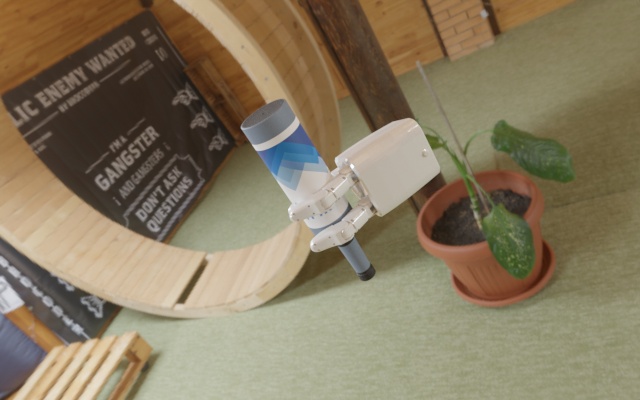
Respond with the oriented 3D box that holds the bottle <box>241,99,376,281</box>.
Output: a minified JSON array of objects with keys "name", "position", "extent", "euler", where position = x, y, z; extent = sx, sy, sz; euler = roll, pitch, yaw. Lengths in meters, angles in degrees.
[{"name":"bottle","position":[0.000,0.002,0.660],"extent":[0.069,0.296,0.069],"euler":[-26,27,14]}]
